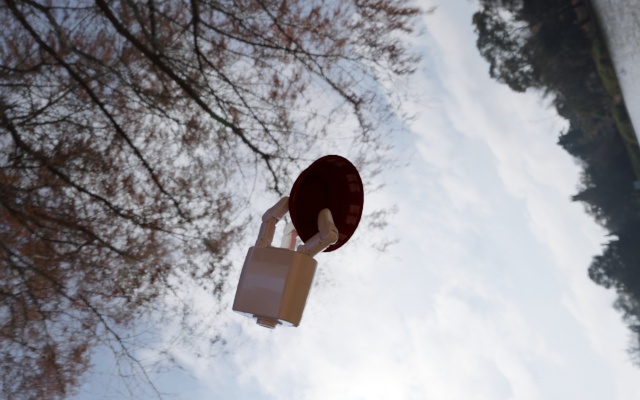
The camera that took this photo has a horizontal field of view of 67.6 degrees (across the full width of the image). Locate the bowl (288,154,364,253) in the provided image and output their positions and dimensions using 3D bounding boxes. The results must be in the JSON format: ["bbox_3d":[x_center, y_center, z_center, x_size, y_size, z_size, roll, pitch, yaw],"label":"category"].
[{"bbox_3d":[0.001,0.002,0.793,0.162,0.162,0.055,0,8,-43],"label":"bowl"}]
